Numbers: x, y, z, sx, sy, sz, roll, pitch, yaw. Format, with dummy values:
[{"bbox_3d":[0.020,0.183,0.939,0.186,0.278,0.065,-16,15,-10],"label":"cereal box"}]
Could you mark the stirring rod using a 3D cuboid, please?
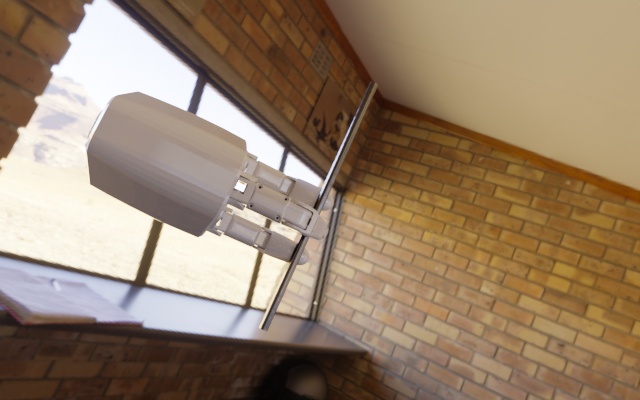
[{"bbox_3d":[0.000,0.001,0.423,0.011,0.239,0.011,24,-7,3],"label":"stirring rod"}]
